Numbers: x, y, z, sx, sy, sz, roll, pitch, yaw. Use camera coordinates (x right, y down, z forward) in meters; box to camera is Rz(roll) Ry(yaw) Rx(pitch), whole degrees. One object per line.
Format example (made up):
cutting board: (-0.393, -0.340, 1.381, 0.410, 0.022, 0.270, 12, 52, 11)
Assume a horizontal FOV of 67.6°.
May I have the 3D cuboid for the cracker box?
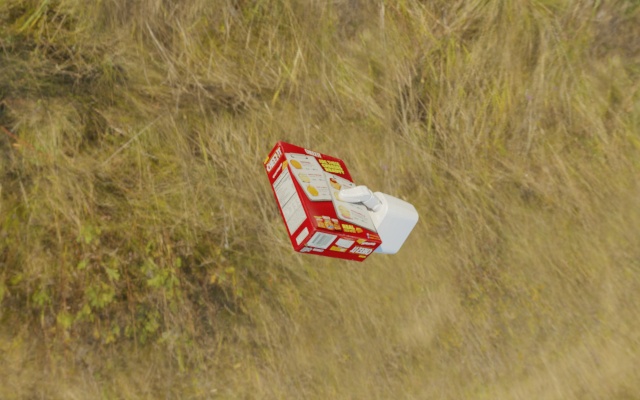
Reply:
cracker box: (0.000, 0.003, 0.876, 0.164, 0.213, 0.072, 13, -50, -39)
